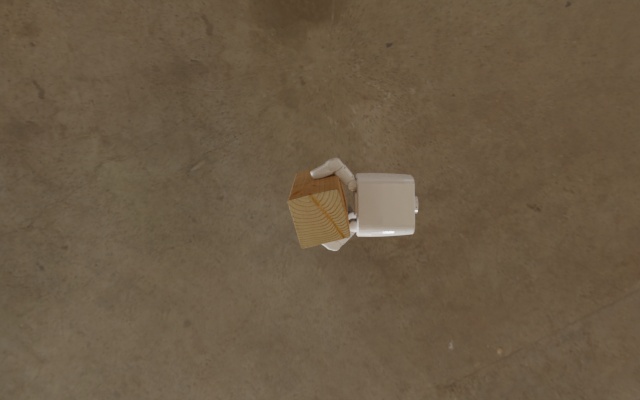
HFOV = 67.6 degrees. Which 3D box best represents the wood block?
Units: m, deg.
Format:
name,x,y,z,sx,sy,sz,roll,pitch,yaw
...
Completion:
name,x,y,z,sx,sy,sz,roll,pitch,yaw
wood block,0.000,0.003,0.896,0.090,0.091,0.206,-14,15,5
